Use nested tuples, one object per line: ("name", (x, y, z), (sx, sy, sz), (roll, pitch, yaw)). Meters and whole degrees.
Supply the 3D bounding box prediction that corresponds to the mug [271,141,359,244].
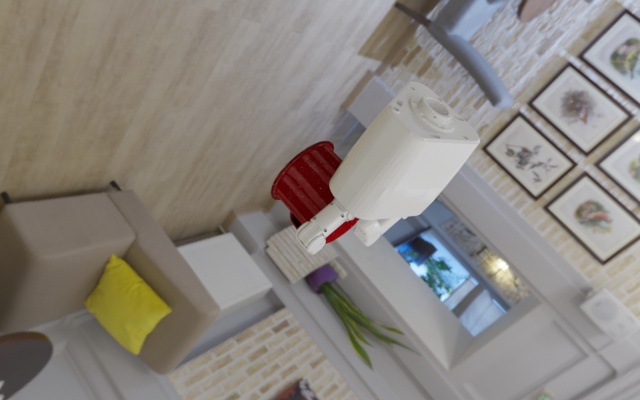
("mug", (0.000, 0.003, 0.545), (0.093, 0.081, 0.117), (-24, -24, -45))
